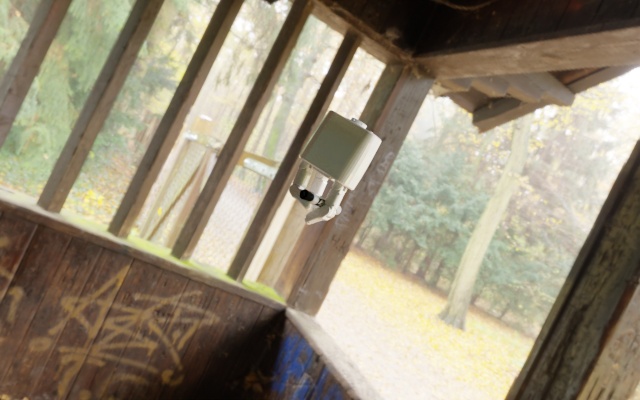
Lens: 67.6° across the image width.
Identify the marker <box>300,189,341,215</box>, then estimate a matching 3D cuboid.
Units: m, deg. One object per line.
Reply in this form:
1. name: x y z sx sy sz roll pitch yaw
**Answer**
1. marker: 0.000 0.003 0.865 0.020 0.020 0.121 0 -15 33
